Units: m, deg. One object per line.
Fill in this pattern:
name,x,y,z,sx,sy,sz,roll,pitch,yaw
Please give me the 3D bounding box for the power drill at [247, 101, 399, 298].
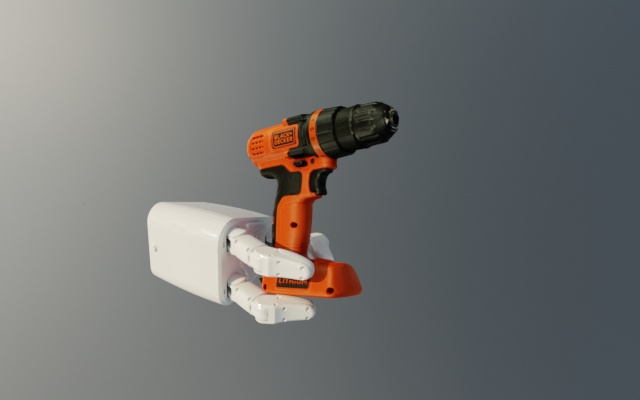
power drill,0.000,0.002,0.484,0.184,0.187,0.057,-7,-10,41
